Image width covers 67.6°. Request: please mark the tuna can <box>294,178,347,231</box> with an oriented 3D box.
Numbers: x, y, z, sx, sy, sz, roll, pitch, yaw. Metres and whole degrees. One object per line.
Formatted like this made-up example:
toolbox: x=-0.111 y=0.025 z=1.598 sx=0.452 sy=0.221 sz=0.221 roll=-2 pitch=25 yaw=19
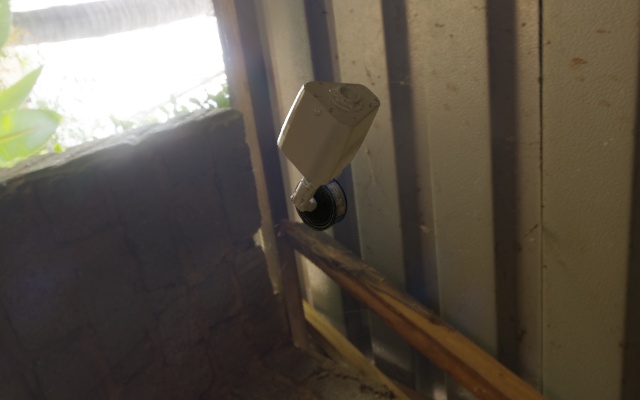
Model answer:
tuna can: x=0.000 y=0.002 z=0.750 sx=0.086 sy=0.086 sz=0.033 roll=0 pitch=18 yaw=44
